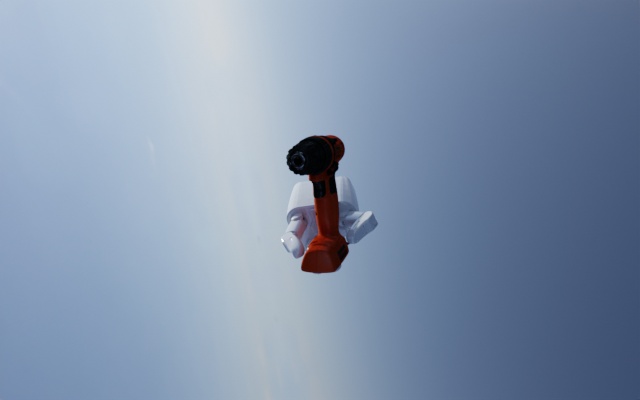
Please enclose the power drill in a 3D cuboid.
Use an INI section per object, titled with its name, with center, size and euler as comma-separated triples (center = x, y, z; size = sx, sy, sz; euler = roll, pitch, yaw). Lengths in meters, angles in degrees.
[power drill]
center = 0.000, 0.003, 0.670
size = 0.057, 0.188, 0.184
euler = 1, 11, 16
